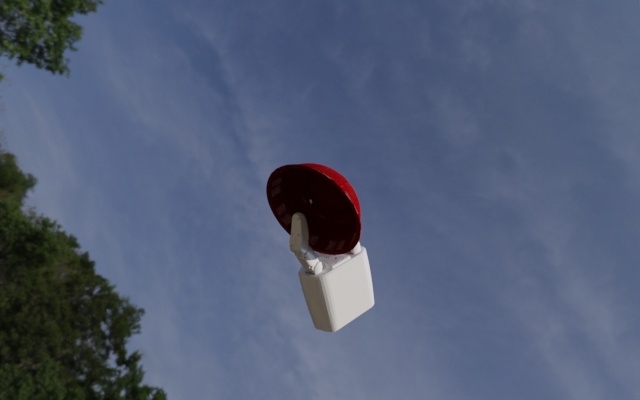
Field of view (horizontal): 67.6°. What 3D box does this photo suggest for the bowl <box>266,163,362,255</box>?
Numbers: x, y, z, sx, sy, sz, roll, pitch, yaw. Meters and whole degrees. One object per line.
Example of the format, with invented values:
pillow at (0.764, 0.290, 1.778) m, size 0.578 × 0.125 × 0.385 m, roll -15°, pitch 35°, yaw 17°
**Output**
bowl at (0.000, 0.001, 0.706) m, size 0.162 × 0.162 × 0.055 m, roll 0°, pitch 35°, yaw 39°
